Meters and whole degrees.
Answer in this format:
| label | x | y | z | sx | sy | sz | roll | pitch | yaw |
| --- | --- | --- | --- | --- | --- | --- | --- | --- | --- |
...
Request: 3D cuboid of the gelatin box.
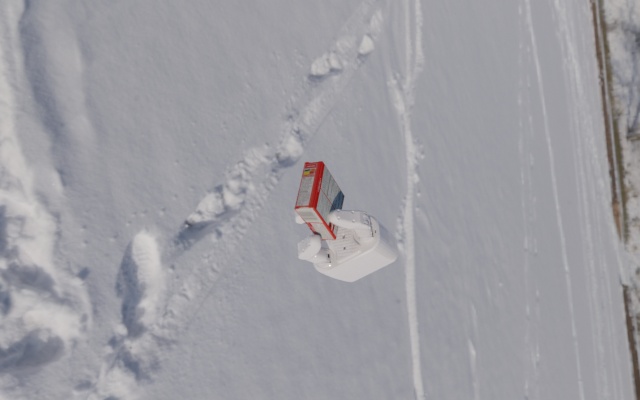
| label | x | y | z | sx | sy | sz | roll | pitch | yaw |
| --- | --- | --- | --- | --- | --- | --- | --- | --- | --- |
| gelatin box | 0.000 | 0.002 | 0.641 | 0.030 | 0.073 | 0.089 | -3 | -33 | 23 |
